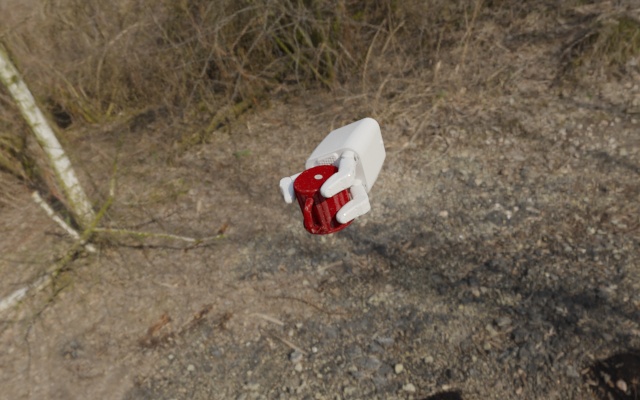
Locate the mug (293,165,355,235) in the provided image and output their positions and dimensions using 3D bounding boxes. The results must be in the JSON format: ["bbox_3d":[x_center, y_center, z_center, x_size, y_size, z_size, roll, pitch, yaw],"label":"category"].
[{"bbox_3d":[-0.001,0.003,0.763,0.093,0.081,0.117,0,37,28],"label":"mug"}]
